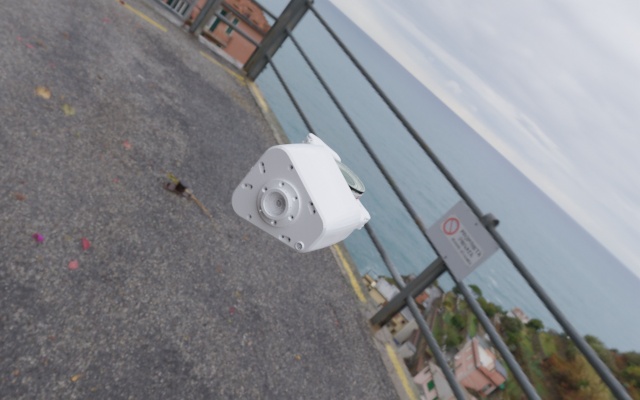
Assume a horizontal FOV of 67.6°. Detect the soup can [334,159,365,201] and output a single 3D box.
[{"bbox_3d":[0.001,0.002,0.619,0.068,0.102,0.068,37,19,-15],"label":"soup can"}]
